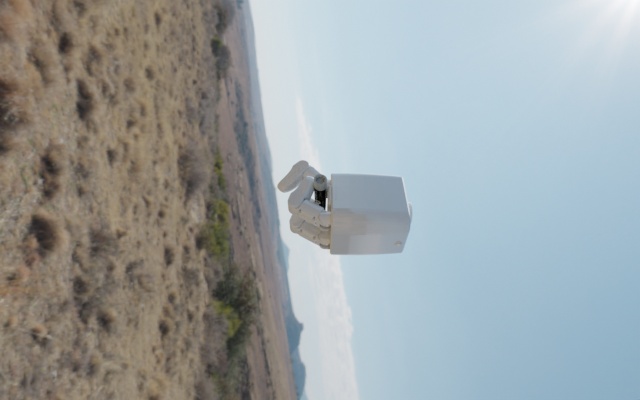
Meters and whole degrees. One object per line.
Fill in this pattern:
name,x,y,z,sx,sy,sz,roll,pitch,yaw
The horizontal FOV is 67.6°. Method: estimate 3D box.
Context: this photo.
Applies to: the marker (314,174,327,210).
marker,0.000,0.002,0.703,0.020,0.020,0.121,0,-31,0
